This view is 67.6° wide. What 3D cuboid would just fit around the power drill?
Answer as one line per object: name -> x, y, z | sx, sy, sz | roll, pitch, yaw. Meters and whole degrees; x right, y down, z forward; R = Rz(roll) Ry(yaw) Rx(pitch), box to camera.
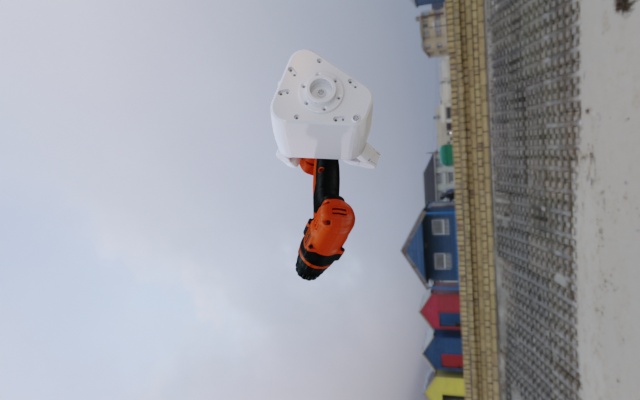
power drill -> 0.000, 0.002, 0.666 | 0.057, 0.187, 0.184 | 6, -32, -15
